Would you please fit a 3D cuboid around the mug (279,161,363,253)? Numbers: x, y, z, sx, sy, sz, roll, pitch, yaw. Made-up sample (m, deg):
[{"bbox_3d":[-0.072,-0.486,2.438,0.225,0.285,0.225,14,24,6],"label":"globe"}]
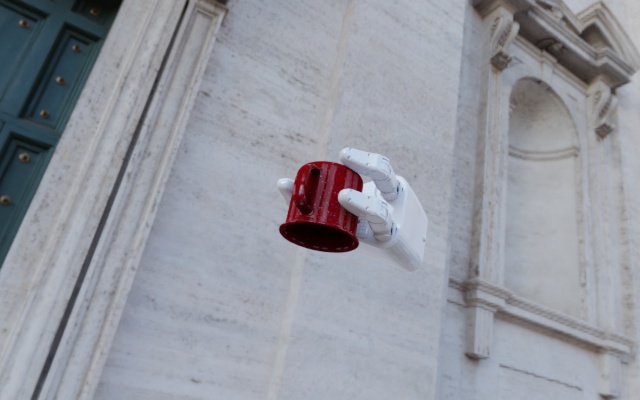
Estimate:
[{"bbox_3d":[-0.001,0.001,0.548,0.093,0.081,0.117,-2,-27,28],"label":"mug"}]
